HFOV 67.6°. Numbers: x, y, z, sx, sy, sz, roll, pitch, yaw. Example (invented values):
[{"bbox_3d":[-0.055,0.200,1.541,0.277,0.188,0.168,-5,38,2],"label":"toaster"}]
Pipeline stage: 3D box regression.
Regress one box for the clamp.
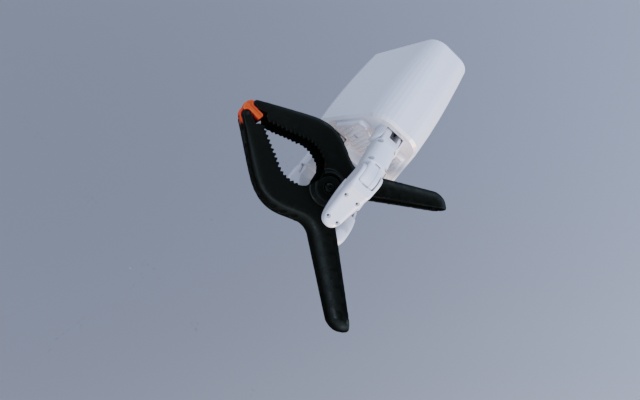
[{"bbox_3d":[0.000,0.001,0.423,0.210,0.164,0.036,40,-19,-12],"label":"clamp"}]
